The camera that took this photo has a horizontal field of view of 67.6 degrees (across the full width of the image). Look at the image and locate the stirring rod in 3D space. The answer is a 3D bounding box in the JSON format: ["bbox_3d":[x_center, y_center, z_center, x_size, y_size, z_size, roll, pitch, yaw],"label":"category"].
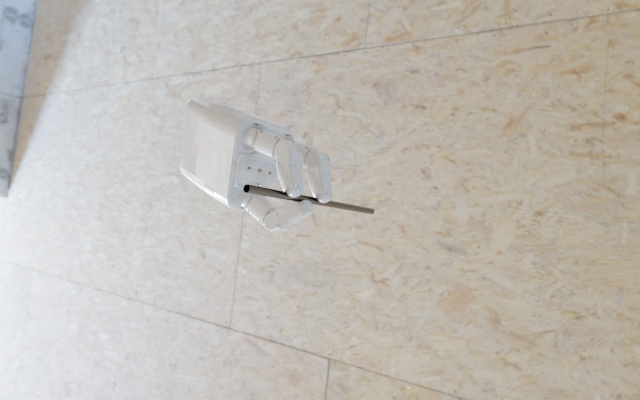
[{"bbox_3d":[0.000,0.002,0.539,0.011,0.011,0.239,0,-6,35],"label":"stirring rod"}]
